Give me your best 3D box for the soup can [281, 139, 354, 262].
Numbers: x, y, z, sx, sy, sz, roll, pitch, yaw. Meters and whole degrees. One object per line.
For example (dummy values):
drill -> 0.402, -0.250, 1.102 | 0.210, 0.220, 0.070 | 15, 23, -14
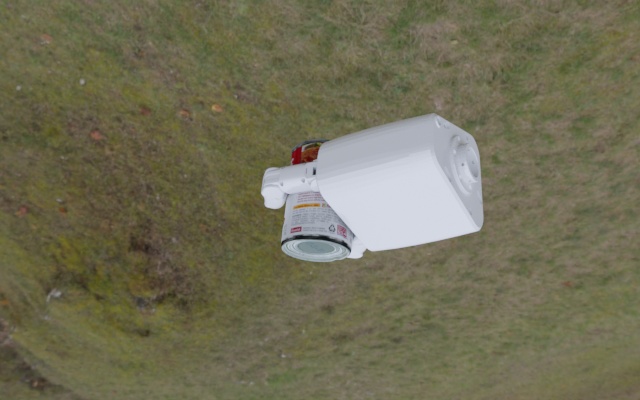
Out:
soup can -> 0.000, 0.002, 0.465 | 0.068, 0.102, 0.068 | 4, -24, 2
